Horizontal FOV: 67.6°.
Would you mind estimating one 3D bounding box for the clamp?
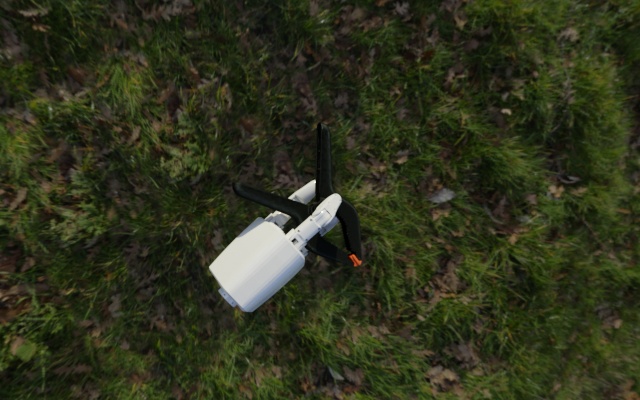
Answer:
[{"bbox_3d":[0.000,0.003,0.691,0.164,0.210,0.036,-43,9,-10],"label":"clamp"}]
